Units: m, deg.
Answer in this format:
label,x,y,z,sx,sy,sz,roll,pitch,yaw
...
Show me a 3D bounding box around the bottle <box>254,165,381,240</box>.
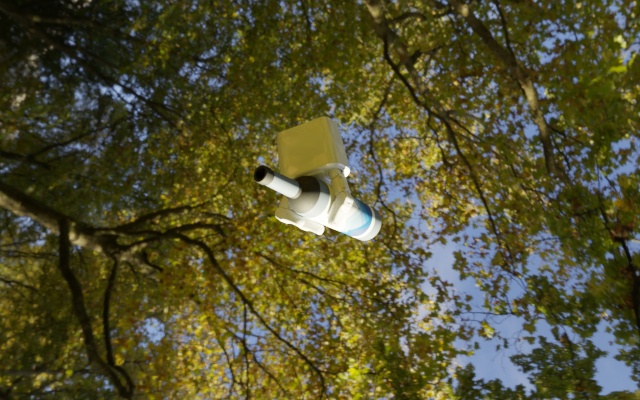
label,x,y,z,sx,sy,sz,roll,pitch,yaw
bottle,0.000,0.003,0.808,0.069,0.069,0.296,0,-17,39
